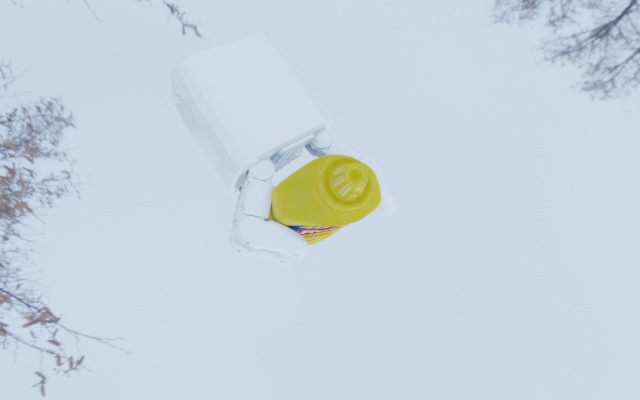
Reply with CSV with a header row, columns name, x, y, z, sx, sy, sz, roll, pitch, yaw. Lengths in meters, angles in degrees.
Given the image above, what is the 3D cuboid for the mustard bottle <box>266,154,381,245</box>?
name,x,y,z,sx,sy,sz,roll,pitch,yaw
mustard bottle,0.000,0.002,0.424,0.096,0.058,0.192,-8,-10,-17
